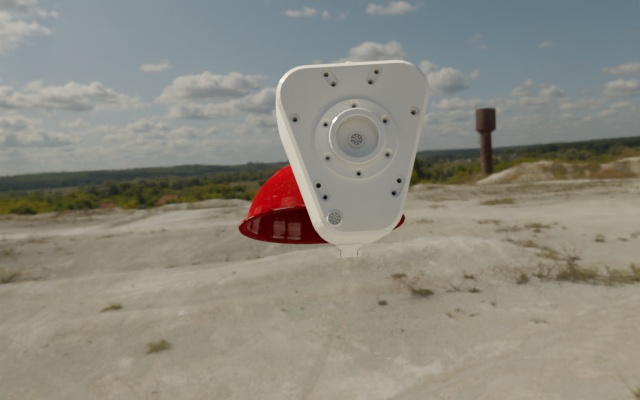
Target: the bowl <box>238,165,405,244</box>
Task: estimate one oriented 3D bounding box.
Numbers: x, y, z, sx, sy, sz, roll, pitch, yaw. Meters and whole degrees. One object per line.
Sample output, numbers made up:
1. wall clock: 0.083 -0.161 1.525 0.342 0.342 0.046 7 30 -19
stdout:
1. bowl: 0.000 0.002 0.475 0.162 0.055 0.162 -3 -17 -1
